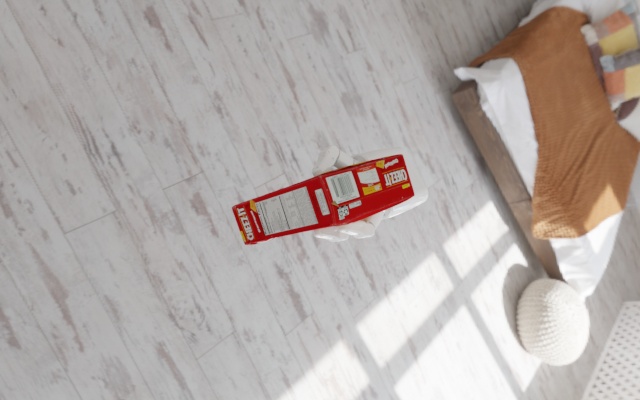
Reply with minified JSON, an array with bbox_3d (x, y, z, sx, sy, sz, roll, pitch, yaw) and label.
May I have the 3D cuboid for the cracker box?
[{"bbox_3d":[0.000,0.002,0.691,0.164,0.072,0.214,-18,1,-41],"label":"cracker box"}]
